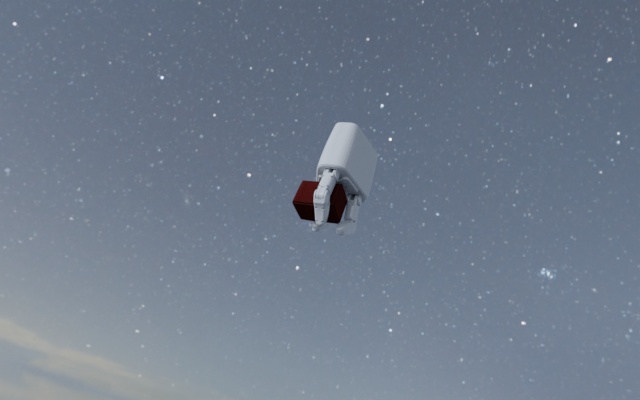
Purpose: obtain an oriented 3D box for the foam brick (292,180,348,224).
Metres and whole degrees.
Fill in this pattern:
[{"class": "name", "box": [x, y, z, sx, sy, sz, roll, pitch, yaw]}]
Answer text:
[{"class": "foam brick", "box": [0.000, 0.003, 0.838, 0.078, 0.051, 0.053, 6, -35, 21]}]
